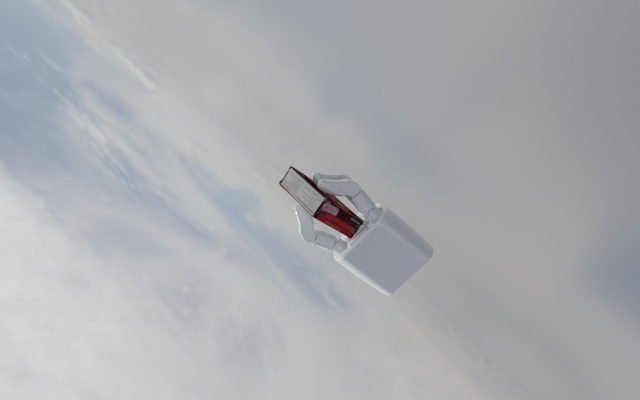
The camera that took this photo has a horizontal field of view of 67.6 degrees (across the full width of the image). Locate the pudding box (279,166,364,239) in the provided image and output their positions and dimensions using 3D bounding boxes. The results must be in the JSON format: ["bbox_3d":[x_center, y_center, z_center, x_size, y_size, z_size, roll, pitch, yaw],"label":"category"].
[{"bbox_3d":[0.000,0.002,0.713,0.090,0.039,0.113,33,4,-42],"label":"pudding box"}]
